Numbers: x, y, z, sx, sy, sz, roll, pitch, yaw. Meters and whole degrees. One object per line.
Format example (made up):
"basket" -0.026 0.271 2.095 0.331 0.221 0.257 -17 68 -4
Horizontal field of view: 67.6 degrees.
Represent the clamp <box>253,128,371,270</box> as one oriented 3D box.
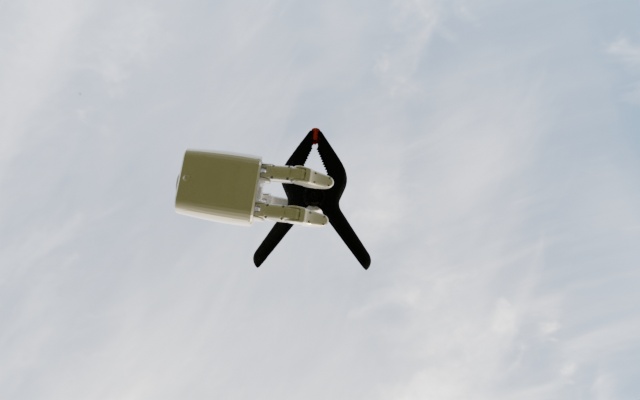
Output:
"clamp" 0.000 0.002 0.685 0.164 0.210 0.036 9 -11 -4
